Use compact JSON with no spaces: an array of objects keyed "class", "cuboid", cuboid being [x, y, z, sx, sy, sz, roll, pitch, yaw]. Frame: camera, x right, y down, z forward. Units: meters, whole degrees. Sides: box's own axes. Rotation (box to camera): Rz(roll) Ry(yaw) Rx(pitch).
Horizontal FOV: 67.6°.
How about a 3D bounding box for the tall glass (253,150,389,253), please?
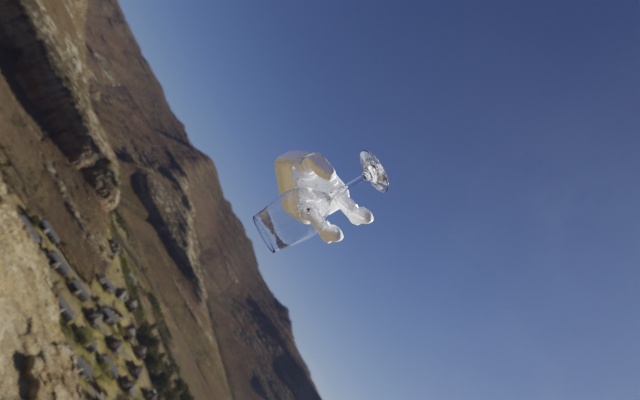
[{"class":"tall glass","cuboid":[0.001,0.002,0.719,0.201,0.079,0.079,-30,8,-15]}]
